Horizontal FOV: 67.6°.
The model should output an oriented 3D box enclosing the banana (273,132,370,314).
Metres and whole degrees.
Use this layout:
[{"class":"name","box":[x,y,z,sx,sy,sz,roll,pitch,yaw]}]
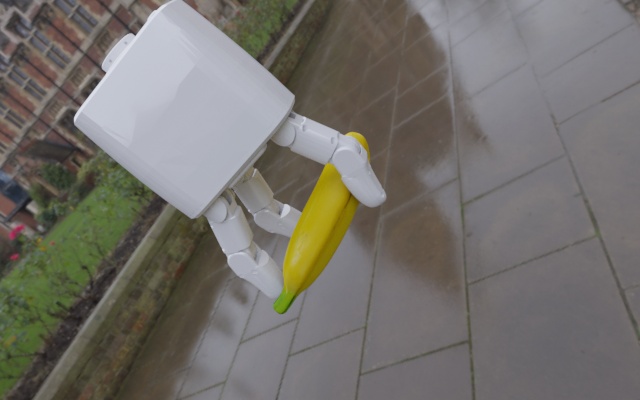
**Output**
[{"class":"banana","box":[0.008,-0.003,0.402,0.037,0.197,0.070,36,-36,-14]}]
